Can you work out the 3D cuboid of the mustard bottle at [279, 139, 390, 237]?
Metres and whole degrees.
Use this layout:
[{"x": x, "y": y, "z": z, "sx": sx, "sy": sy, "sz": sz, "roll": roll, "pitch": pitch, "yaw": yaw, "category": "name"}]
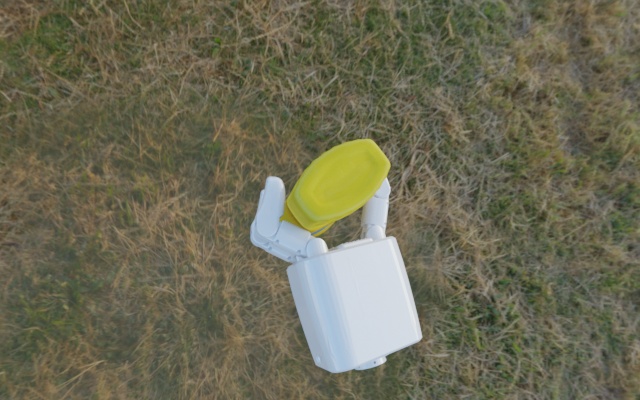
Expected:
[{"x": 0.000, "y": 0.001, "z": 0.503, "sx": 0.096, "sy": 0.058, "sz": 0.192, "roll": -38, "pitch": -2, "yaw": -18, "category": "mustard bottle"}]
